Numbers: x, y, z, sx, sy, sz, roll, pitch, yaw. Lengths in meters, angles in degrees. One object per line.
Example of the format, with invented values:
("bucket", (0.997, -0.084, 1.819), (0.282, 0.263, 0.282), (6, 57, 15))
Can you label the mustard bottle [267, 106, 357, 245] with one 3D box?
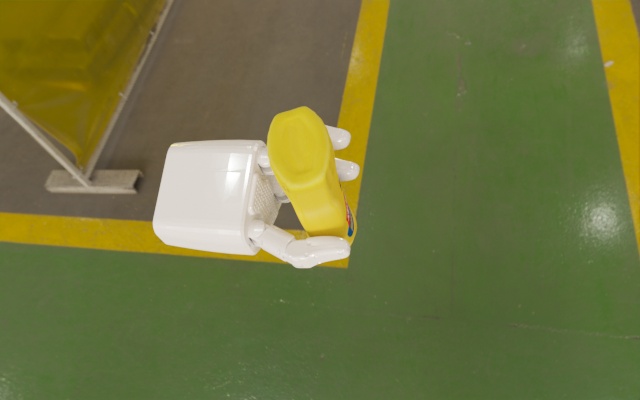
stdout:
("mustard bottle", (0.000, 0.001, 0.493), (0.058, 0.096, 0.192), (-18, -36, 3))
